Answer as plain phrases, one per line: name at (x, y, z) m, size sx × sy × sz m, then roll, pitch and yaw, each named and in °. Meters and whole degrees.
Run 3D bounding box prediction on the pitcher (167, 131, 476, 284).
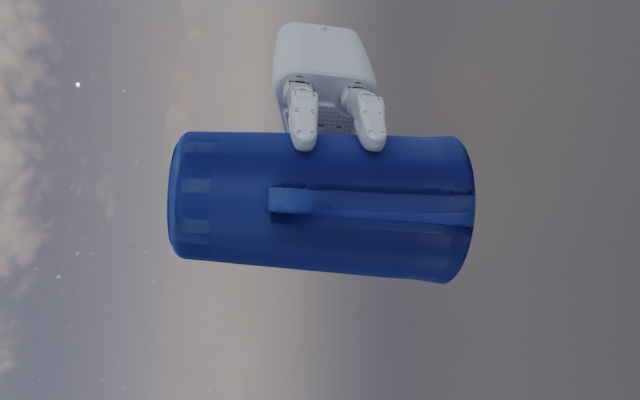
pitcher at (0.000, 0.001, 0.408) m, size 0.243 × 0.145 × 0.149 m, roll 3°, pitch -44°, yaw -8°
